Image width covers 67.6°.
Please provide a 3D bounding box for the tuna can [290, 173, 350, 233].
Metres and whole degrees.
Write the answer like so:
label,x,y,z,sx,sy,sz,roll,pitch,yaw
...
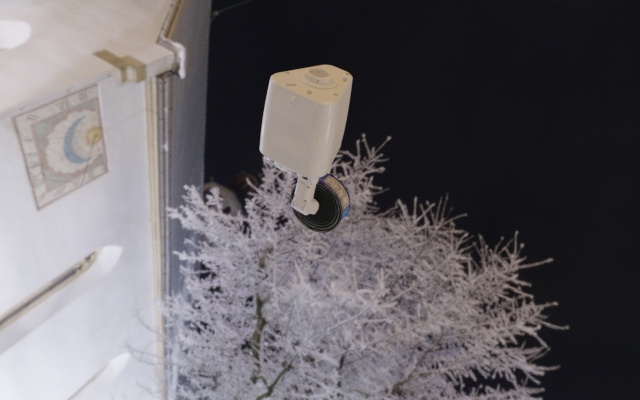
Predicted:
label,x,y,z,sx,sy,sz,roll,pitch,yaw
tuna can,0.000,0.002,0.702,0.086,0.086,0.033,0,26,33
